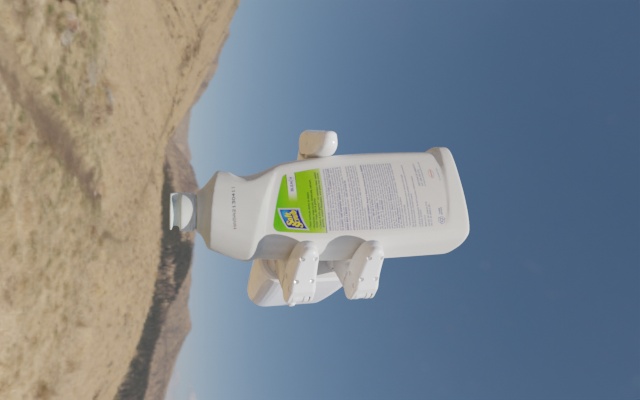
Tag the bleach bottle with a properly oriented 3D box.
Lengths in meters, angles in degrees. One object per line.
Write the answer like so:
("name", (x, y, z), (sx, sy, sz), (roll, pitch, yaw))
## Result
("bleach bottle", (0.000, 0.001, 0.416), (0.251, 0.102, 0.068), (0, -26, -18))
